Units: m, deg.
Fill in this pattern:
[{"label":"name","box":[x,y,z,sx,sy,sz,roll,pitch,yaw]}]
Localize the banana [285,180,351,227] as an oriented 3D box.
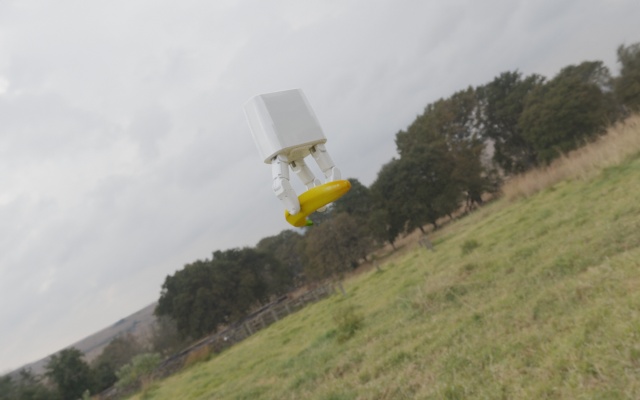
[{"label":"banana","box":[-0.017,0.008,0.791,0.069,0.037,0.198,-14,-13,-25]}]
